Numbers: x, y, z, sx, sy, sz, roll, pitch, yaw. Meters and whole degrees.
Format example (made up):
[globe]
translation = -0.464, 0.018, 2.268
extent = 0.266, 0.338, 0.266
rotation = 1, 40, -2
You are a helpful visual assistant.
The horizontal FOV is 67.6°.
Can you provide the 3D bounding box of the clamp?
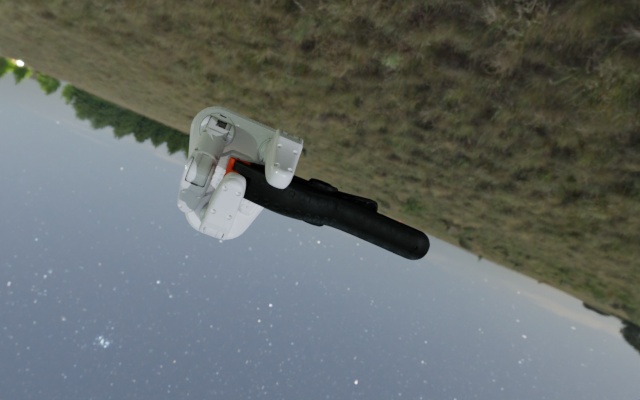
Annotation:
[clamp]
translation = 0.000, 0.002, 0.413
extent = 0.171, 0.039, 0.120
rotation = 22, 2, -12
